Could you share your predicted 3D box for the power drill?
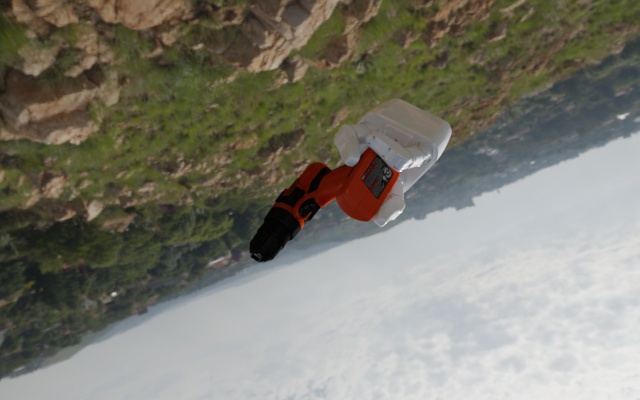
[{"bbox_3d":[0.001,0.002,0.628,0.188,0.057,0.184,-15,34,50],"label":"power drill"}]
